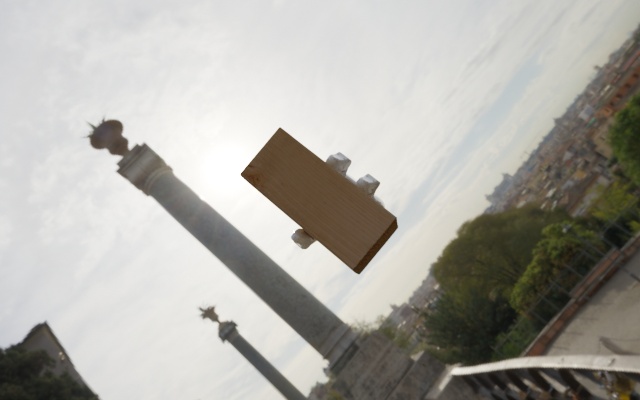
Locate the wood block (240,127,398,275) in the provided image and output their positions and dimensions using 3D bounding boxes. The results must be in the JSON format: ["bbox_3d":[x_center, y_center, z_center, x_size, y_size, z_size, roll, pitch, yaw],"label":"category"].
[{"bbox_3d":[0.000,0.002,0.674,0.206,0.091,0.090,39,-3,16],"label":"wood block"}]
